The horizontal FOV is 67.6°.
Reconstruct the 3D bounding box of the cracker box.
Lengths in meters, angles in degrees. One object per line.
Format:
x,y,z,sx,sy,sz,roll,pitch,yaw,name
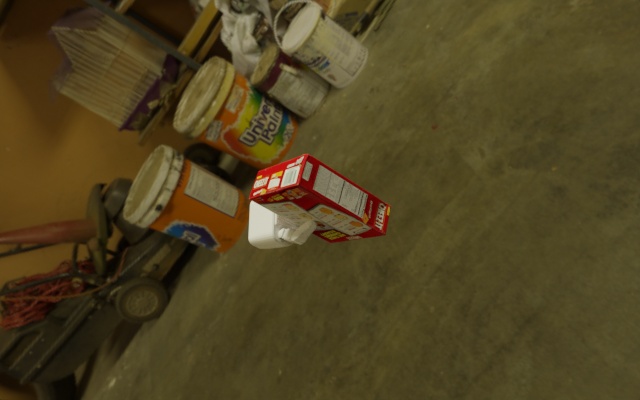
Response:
0.000,0.003,0.899,0.214,0.072,0.164,30,-26,-31,cracker box
